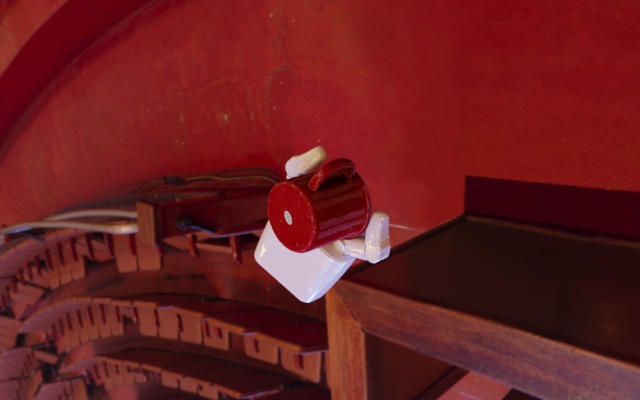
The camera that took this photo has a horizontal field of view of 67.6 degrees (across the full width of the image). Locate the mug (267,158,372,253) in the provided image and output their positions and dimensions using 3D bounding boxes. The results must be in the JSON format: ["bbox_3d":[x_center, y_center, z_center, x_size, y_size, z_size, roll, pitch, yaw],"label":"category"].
[{"bbox_3d":[0.001,0.001,0.522,0.081,0.093,0.117,-17,-32,-41],"label":"mug"}]
